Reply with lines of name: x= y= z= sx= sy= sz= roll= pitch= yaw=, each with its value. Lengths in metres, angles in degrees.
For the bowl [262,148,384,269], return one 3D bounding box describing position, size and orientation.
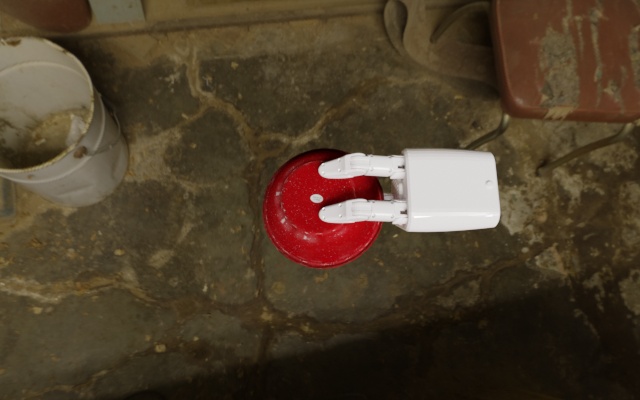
bowl: x=-0.001 y=0.002 z=0.599 sx=0.162 sy=0.162 sz=0.055 roll=0 pitch=-14 yaw=7
